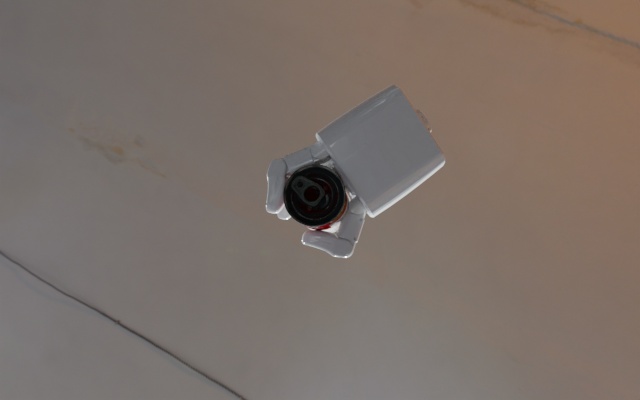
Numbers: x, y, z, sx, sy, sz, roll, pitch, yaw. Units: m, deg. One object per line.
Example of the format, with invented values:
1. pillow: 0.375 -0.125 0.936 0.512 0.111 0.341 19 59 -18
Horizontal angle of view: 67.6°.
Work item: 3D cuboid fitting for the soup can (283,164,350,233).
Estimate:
1. soup can: 0.000 0.002 0.558 0.068 0.068 0.102 0 -9 8
